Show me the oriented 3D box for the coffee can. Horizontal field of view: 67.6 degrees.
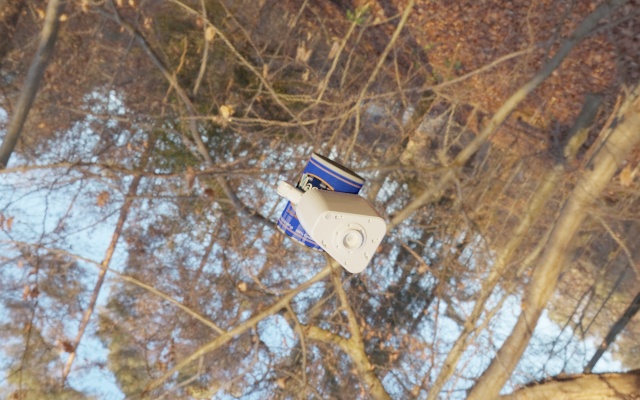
[{"bbox_3d":[0.000,0.002,0.821,0.103,0.140,0.103,27,9,-5],"label":"coffee can"}]
